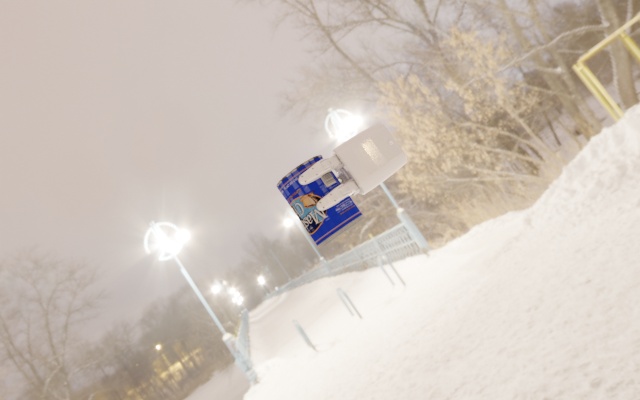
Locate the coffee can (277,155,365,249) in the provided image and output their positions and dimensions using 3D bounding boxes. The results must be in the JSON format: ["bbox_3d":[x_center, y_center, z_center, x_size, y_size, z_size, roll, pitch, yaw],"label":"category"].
[{"bbox_3d":[0.000,0.003,0.876,0.103,0.140,0.103,-34,-5,-4],"label":"coffee can"}]
